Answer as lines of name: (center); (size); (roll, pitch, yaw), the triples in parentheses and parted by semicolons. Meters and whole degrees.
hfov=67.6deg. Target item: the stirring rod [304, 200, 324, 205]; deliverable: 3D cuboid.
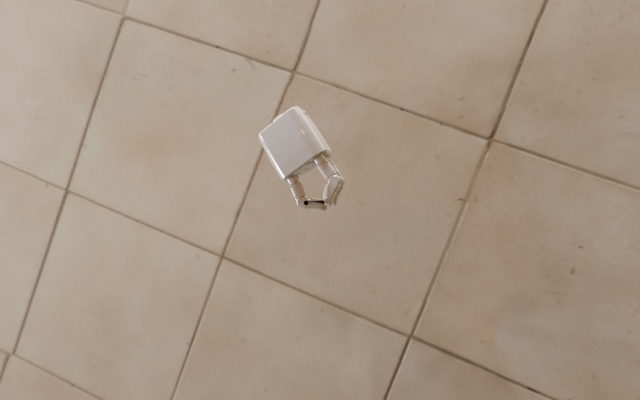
stirring rod: (0.000, 0.003, 0.889); (0.011, 0.011, 0.239); (0, 0, 11)
